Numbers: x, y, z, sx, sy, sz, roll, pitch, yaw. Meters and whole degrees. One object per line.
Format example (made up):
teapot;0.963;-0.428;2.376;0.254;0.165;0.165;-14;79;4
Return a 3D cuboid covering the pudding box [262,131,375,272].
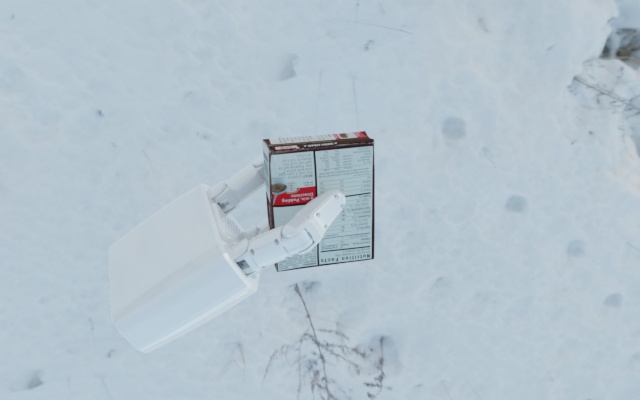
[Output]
pudding box;0.000;0.001;0.410;0.090;0.113;0.039;-6;25;-10
